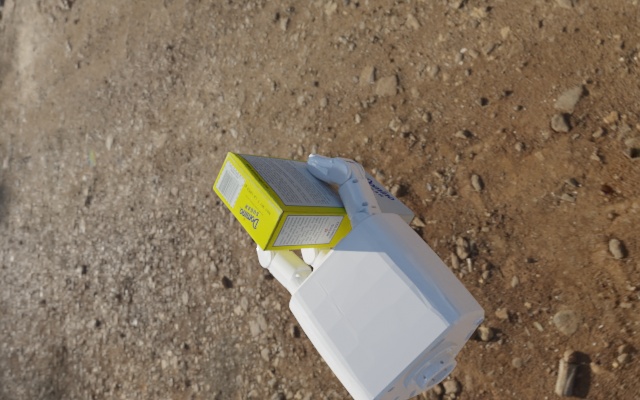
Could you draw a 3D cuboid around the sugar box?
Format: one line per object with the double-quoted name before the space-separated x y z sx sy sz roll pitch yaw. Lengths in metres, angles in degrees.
"sugar box" 0.000 0.002 0.447 0.176 0.048 0.093 6 31 -46
